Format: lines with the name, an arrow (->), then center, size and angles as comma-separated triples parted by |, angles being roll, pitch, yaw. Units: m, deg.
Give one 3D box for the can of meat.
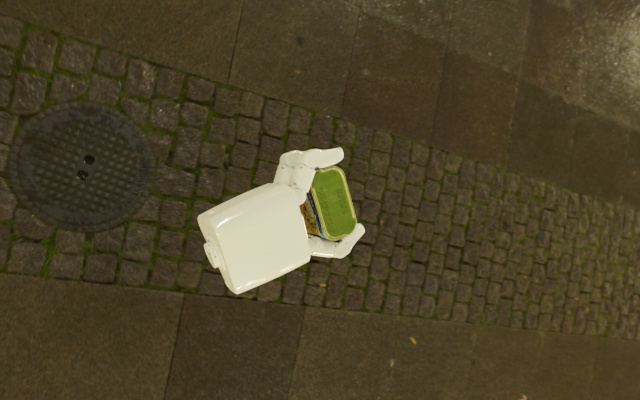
can of meat -> 0.000, 0.002, 0.654 | 0.057, 0.102, 0.084 | -21, 11, -23
